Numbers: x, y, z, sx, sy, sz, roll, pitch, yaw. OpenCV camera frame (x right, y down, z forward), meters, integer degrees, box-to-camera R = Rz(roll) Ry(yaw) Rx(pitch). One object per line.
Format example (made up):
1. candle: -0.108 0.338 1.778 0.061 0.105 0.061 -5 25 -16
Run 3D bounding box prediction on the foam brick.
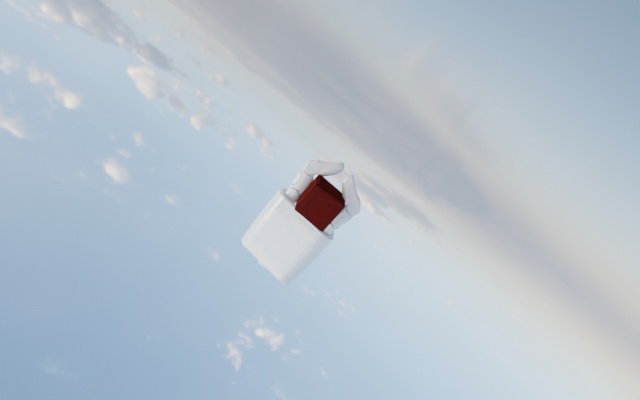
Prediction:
1. foam brick: 0.000 0.002 0.698 0.053 0.051 0.078 41 11 -7
